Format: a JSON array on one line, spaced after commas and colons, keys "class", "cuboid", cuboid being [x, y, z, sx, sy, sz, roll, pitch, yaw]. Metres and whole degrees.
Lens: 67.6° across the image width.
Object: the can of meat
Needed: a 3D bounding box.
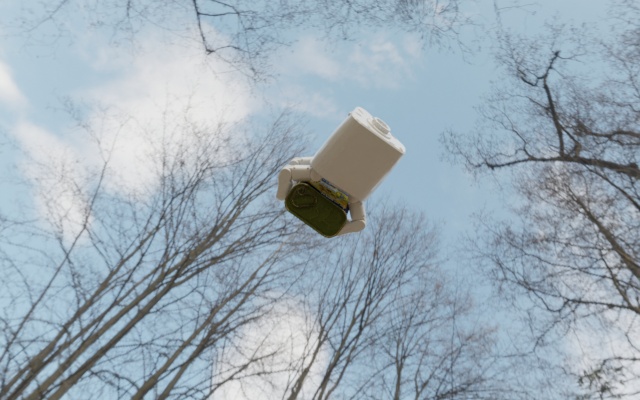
[{"class": "can of meat", "cuboid": [0.000, 0.003, 0.790, 0.102, 0.057, 0.084, 35, 23, -2]}]
